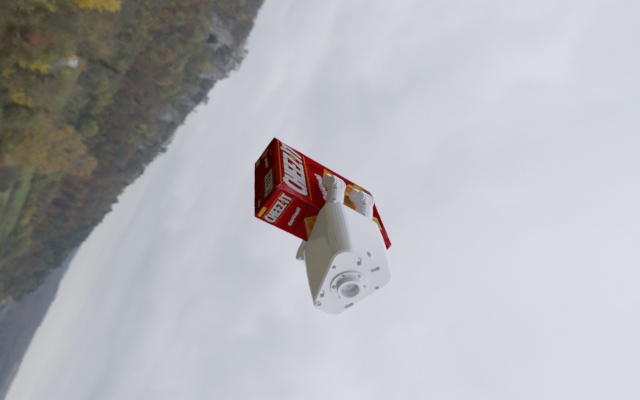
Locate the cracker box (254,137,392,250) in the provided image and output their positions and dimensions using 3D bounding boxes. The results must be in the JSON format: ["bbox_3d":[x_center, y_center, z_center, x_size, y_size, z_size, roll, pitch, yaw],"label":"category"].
[{"bbox_3d":[0.000,0.003,0.779,0.214,0.072,0.164,29,25,-23],"label":"cracker box"}]
